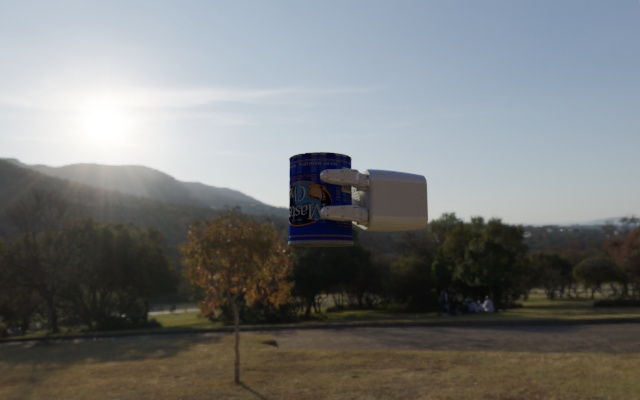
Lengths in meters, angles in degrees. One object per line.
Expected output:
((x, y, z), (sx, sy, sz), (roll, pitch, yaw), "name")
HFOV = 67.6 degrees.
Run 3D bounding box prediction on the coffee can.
((0.000, 0.003, 0.762), (0.103, 0.140, 0.103), (0, -7, 0), "coffee can")
